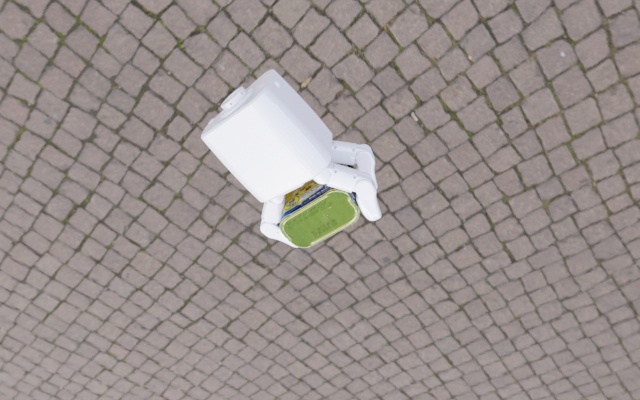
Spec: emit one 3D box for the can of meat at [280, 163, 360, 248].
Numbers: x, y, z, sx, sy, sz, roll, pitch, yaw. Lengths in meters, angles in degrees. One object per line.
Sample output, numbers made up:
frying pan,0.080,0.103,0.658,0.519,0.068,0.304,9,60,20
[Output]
can of meat,0.000,0.002,0.589,0.102,0.057,0.084,-31,26,20
